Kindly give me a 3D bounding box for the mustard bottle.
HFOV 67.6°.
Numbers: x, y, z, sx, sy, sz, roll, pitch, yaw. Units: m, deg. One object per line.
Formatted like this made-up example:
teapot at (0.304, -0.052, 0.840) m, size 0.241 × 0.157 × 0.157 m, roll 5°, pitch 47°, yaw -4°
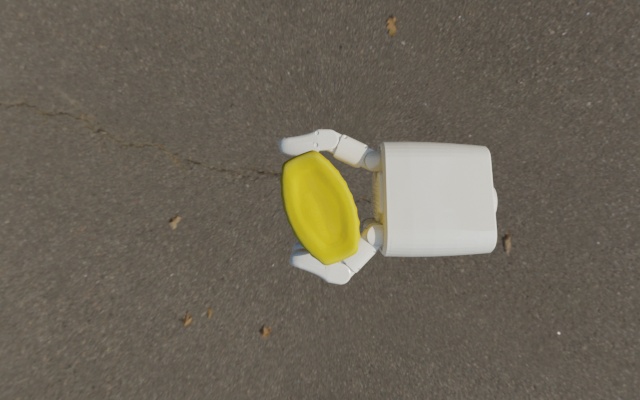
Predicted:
mustard bottle at (0.000, 0.002, 0.483) m, size 0.058 × 0.096 × 0.191 m, roll -25°, pitch 3°, yaw 2°
